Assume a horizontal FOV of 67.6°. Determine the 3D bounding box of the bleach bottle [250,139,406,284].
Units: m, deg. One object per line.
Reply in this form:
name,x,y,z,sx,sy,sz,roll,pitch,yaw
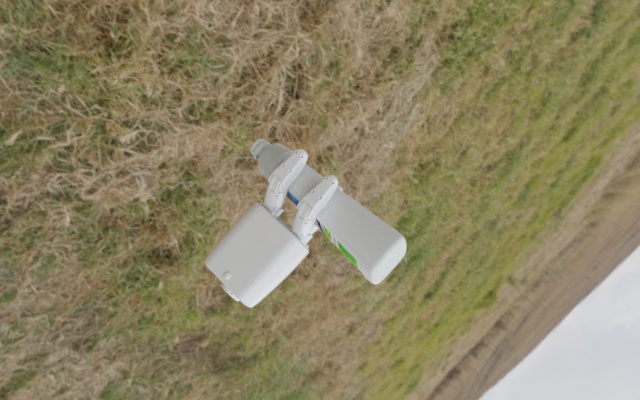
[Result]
bleach bottle,0.000,0.002,0.647,0.250,0.068,0.103,41,-8,21
